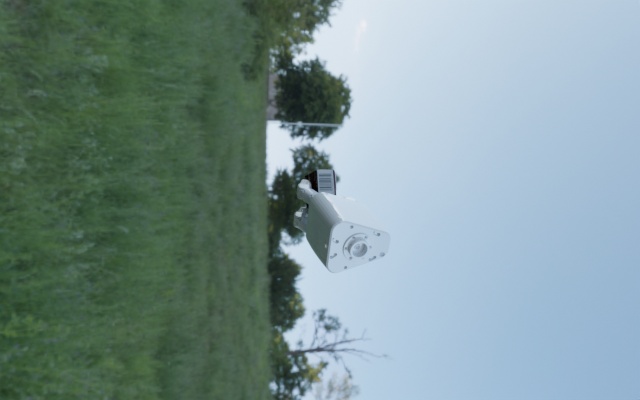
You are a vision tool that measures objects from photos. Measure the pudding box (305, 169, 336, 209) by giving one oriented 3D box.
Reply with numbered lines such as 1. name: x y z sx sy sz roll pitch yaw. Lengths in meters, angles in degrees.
1. pudding box: 0.000 0.003 0.884 0.039 0.113 0.090 0 -5 -17
